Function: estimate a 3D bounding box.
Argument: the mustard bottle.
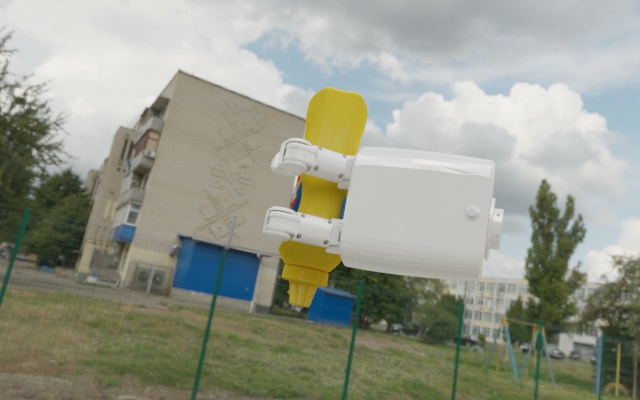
[{"bbox_3d":[0.000,0.001,0.442,0.058,0.191,0.096,11,-12,-3],"label":"mustard bottle"}]
